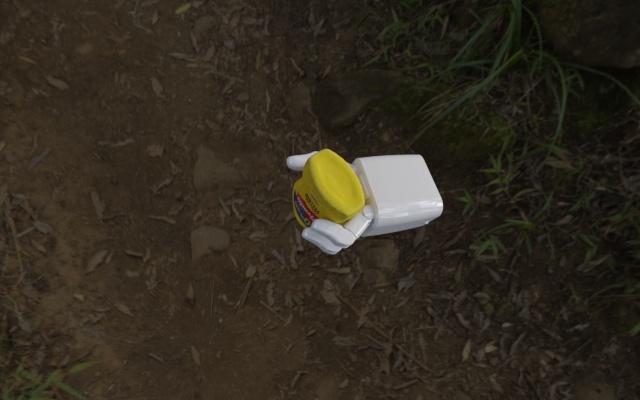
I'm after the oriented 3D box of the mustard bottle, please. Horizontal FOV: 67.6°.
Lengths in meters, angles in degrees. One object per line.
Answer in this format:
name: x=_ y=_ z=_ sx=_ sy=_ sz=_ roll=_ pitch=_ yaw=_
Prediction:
mustard bottle: x=0.000 y=0.002 z=0.702 sx=0.058 sy=0.096 sz=0.192 roll=-33 pitch=-7 yaw=-21
